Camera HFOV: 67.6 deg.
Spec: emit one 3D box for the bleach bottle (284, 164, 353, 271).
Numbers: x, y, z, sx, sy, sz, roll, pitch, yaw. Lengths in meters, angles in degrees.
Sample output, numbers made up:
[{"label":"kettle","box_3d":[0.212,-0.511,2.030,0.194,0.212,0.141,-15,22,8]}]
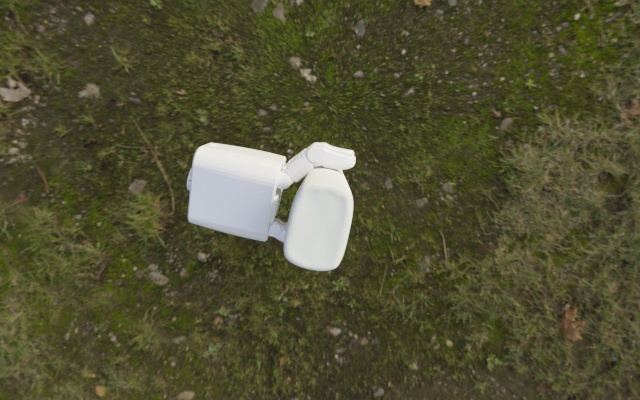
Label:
[{"label":"bleach bottle","box_3d":[0.000,0.002,0.631,0.068,0.102,0.250,13,12,-2]}]
